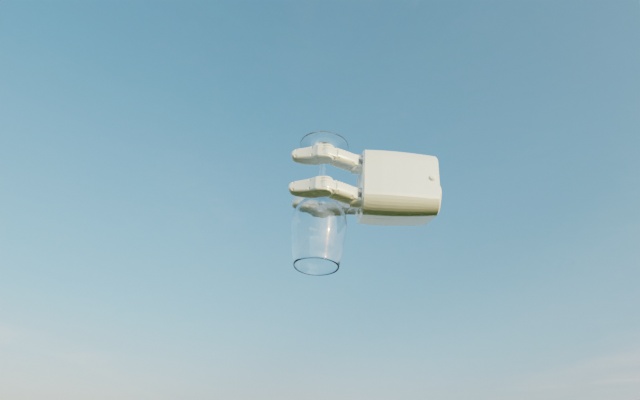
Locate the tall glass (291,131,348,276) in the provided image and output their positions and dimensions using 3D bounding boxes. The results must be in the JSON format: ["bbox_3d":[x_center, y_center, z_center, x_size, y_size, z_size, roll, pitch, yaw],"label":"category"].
[{"bbox_3d":[0.000,0.002,0.681,0.079,0.201,0.079,3,-30,2],"label":"tall glass"}]
